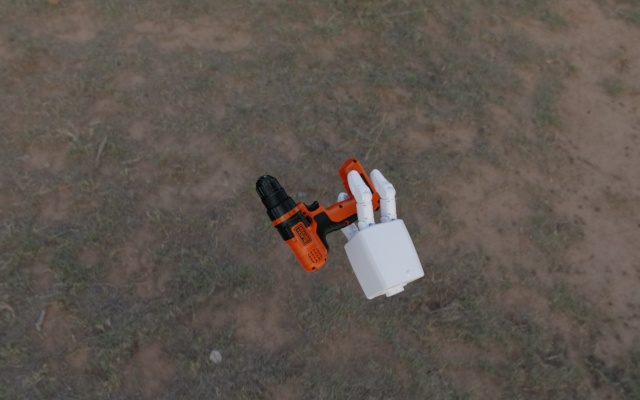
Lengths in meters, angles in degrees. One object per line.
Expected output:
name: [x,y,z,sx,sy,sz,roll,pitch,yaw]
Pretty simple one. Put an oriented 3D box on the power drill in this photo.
power drill: [0.001,0.003,0.835,0.187,0.184,0.057,-33,7,-20]
